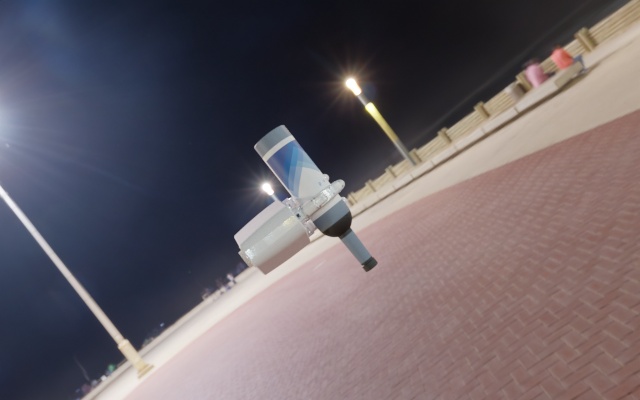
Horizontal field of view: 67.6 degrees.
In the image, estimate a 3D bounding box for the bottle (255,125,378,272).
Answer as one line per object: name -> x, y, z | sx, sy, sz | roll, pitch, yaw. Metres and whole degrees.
bottle -> 0.000, 0.003, 0.844 | 0.069, 0.295, 0.069 | -38, 0, 0
